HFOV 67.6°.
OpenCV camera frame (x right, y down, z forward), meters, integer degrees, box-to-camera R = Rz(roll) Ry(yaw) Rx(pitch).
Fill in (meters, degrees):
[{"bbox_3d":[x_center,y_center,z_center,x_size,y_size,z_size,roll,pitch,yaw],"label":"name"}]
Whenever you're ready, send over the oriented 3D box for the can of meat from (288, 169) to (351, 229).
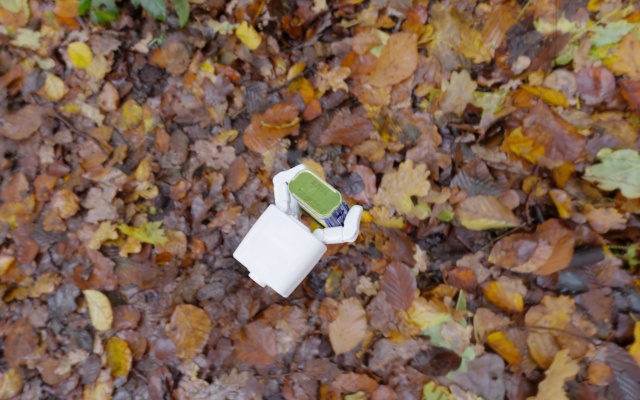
[{"bbox_3d":[0.000,0.002,0.793,0.102,0.057,0.084,38,-7,26],"label":"can of meat"}]
